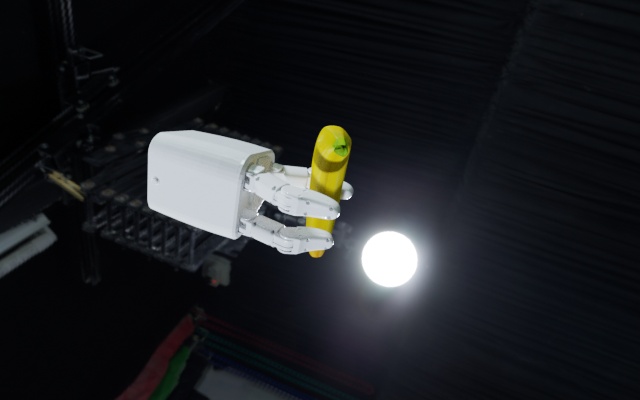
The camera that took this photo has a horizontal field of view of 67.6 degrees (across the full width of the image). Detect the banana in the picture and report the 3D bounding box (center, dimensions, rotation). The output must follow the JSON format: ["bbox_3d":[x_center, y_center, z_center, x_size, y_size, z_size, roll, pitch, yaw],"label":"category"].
[{"bbox_3d":[0.005,-0.015,0.510,0.037,0.069,0.198,14,-36,4],"label":"banana"}]
